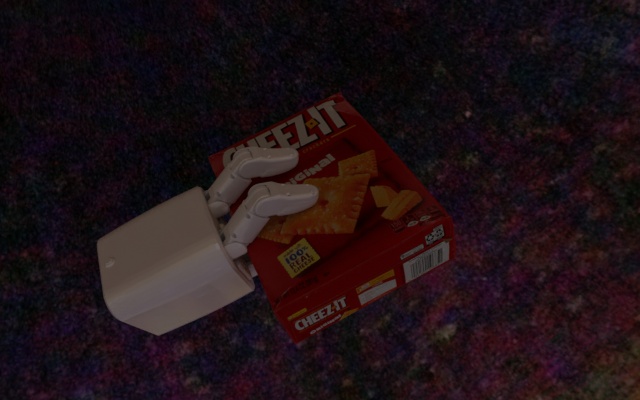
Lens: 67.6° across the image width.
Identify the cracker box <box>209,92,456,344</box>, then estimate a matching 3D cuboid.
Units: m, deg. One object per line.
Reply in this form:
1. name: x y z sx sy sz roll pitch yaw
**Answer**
1. cracker box: 0.000 0.002 0.462 0.164 0.213 0.072 -27 -42 -6
